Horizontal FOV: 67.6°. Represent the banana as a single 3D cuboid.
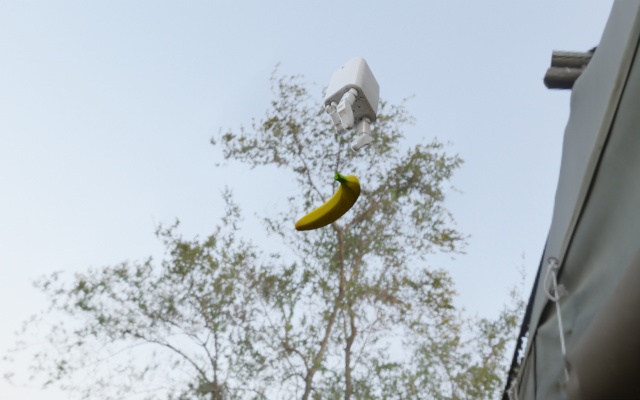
[{"bbox_3d":[0.019,0.005,0.806,0.069,0.037,0.198,12,-33,-18],"label":"banana"}]
